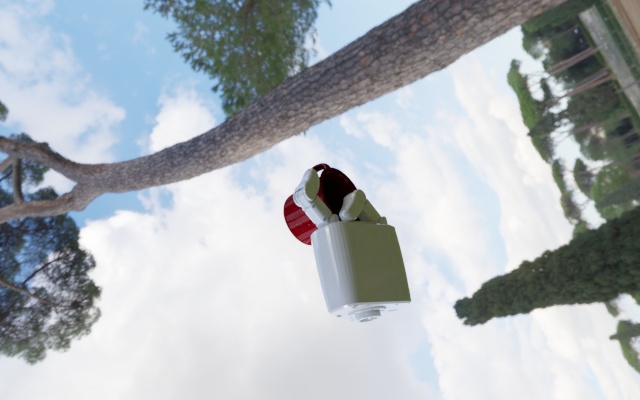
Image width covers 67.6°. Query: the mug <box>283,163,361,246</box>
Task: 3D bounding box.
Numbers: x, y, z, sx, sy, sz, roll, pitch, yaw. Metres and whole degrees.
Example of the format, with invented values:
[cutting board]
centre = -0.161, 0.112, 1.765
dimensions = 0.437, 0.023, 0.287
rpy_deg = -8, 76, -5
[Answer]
[mug]
centre = 0.000, 0.001, 0.674
dimensions = 0.081, 0.117, 0.093
rpy_deg = -30, -31, 33
